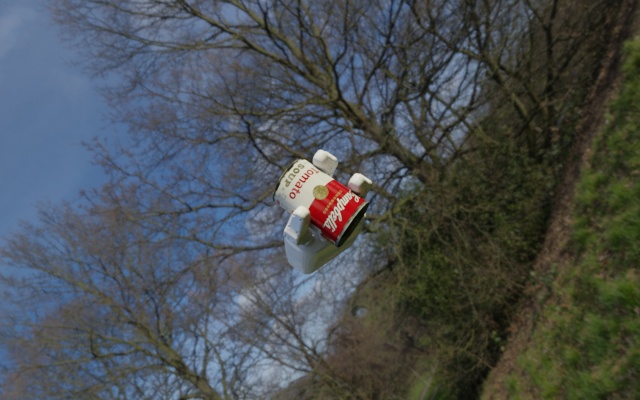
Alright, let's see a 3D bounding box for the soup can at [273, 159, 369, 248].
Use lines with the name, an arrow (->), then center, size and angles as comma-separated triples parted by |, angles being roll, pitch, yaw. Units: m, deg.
soup can -> 0.000, 0.002, 0.595 | 0.102, 0.068, 0.068 | 35, 9, 13
